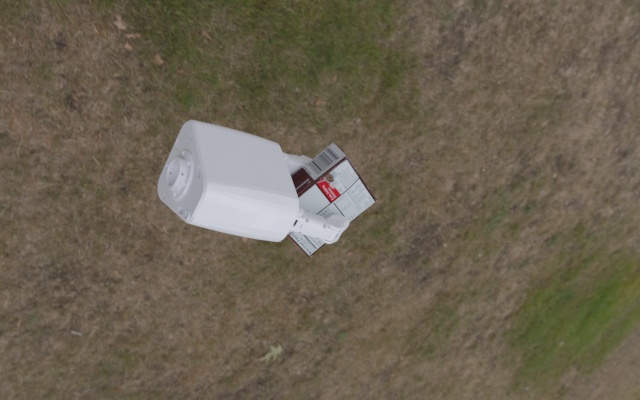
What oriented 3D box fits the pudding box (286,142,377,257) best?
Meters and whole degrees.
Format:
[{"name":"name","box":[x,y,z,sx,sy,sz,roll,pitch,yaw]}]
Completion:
[{"name":"pudding box","box":[0.000,0.002,0.563,0.090,0.113,0.039,51,1,-44]}]
